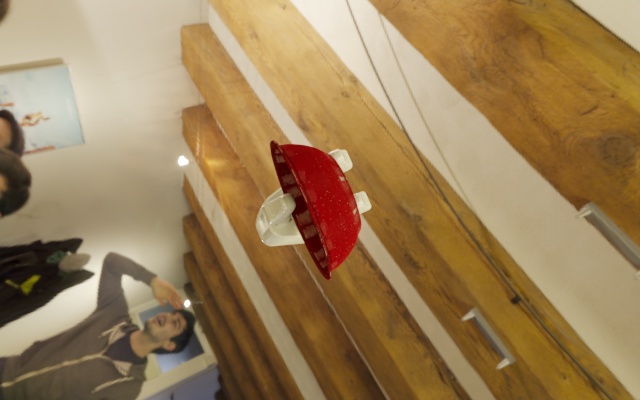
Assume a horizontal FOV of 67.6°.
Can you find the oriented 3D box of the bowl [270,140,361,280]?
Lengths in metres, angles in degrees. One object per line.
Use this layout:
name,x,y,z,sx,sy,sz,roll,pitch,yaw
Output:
bowl,0.001,0.002,0.518,0.055,0.162,0.162,-22,4,-9
